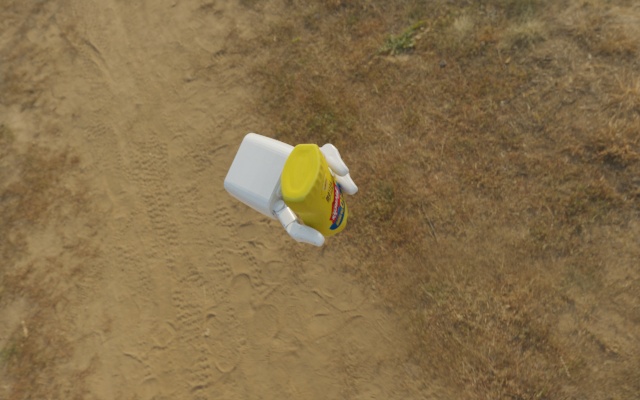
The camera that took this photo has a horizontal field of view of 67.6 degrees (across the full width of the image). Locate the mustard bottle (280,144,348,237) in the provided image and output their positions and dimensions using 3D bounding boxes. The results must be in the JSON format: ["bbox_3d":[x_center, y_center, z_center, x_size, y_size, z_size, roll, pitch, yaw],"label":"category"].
[{"bbox_3d":[0.000,0.002,0.738,0.058,0.096,0.192,0,-28,20],"label":"mustard bottle"}]
